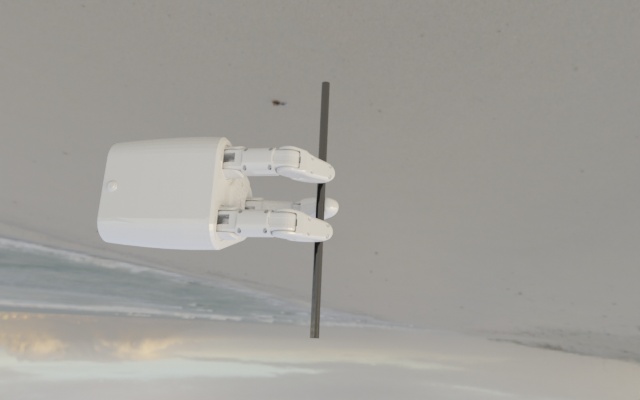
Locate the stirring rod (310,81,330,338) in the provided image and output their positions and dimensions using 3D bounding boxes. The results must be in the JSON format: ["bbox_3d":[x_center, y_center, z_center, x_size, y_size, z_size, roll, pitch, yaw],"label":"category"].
[{"bbox_3d":[0.000,0.001,0.438,0.011,0.239,0.011,2,-15,1],"label":"stirring rod"}]
